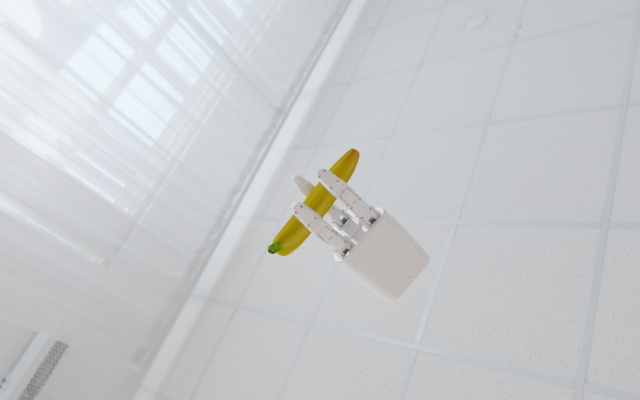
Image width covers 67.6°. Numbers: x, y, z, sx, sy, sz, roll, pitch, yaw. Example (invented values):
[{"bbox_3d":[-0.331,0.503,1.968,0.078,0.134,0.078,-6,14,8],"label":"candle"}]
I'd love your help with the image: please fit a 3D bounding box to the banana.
[{"bbox_3d":[-0.007,0.010,0.662,0.037,0.197,0.070,39,-24,-3],"label":"banana"}]
